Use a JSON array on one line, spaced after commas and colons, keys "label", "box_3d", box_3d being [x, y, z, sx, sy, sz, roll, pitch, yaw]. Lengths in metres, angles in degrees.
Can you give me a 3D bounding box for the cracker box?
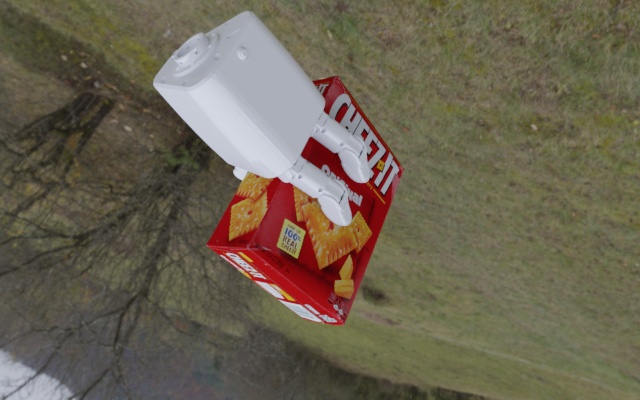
[{"label": "cracker box", "box_3d": [0.000, 0.002, 0.514, 0.072, 0.213, 0.164, 0, -35, 42]}]
